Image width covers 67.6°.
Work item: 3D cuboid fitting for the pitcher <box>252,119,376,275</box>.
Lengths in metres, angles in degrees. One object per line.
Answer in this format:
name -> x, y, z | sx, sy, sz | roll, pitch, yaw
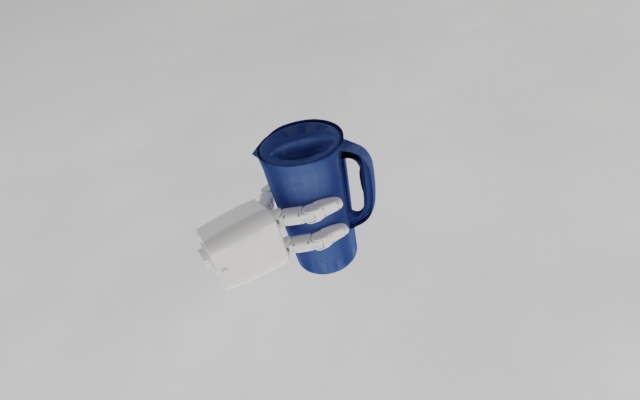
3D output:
pitcher -> 0.000, 0.003, 0.769 | 0.145, 0.243, 0.149 | -26, 38, -15
